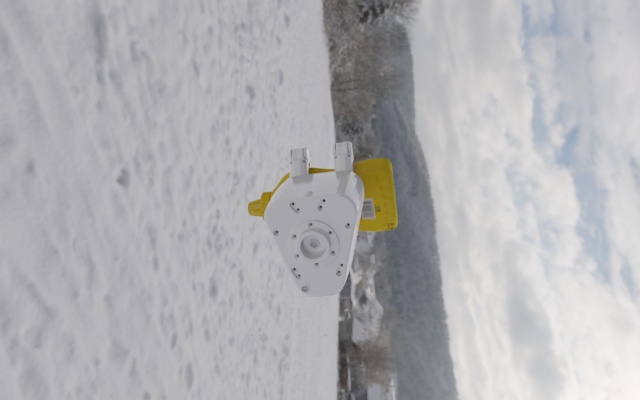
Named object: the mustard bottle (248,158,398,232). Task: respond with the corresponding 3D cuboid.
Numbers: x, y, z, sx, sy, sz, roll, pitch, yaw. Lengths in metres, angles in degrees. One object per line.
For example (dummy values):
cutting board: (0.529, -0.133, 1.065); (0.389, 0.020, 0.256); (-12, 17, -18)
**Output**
mustard bottle: (0.000, 0.002, 0.618); (0.191, 0.096, 0.058); (-6, 37, 8)
